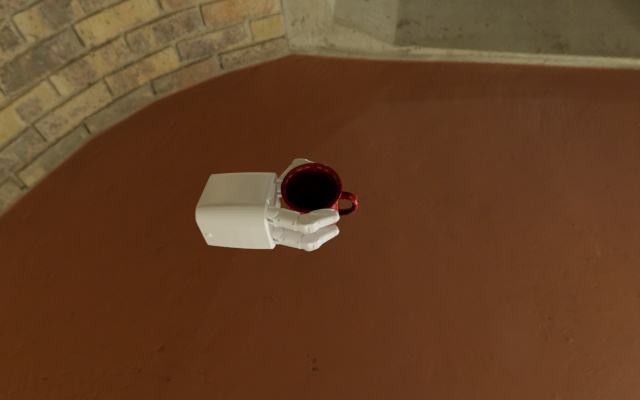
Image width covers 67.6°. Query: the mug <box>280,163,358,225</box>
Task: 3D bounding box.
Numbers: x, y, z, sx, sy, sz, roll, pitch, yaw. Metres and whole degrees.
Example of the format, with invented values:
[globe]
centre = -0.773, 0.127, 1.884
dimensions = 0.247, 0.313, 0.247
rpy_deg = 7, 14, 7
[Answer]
[mug]
centre = 0.002, 0.003, 0.747
dimensions = 0.117, 0.093, 0.082
rpy_deg = 2, -33, 5
